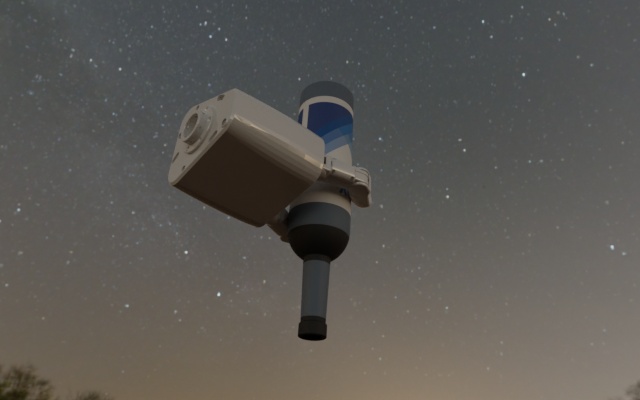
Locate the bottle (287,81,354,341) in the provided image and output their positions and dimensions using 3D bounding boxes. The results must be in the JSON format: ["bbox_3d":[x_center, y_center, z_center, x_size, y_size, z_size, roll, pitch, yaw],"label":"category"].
[{"bbox_3d":[0.000,0.002,0.522,0.069,0.295,0.069,3,-30,2],"label":"bottle"}]
